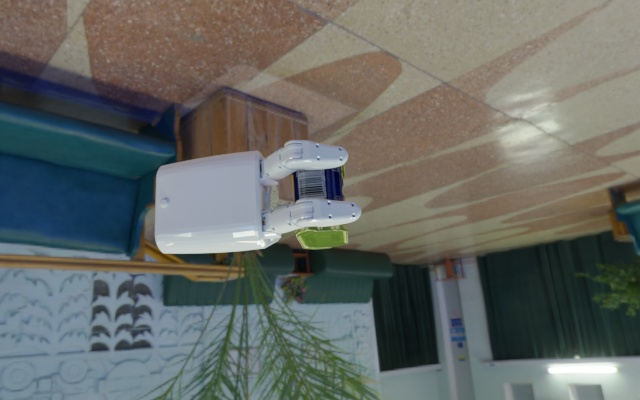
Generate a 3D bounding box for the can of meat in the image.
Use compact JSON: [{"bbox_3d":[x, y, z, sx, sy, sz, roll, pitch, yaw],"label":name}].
[{"bbox_3d":[0.000,0.002,0.502,0.057,0.084,0.102,-5,-16,3],"label":"can of meat"}]
